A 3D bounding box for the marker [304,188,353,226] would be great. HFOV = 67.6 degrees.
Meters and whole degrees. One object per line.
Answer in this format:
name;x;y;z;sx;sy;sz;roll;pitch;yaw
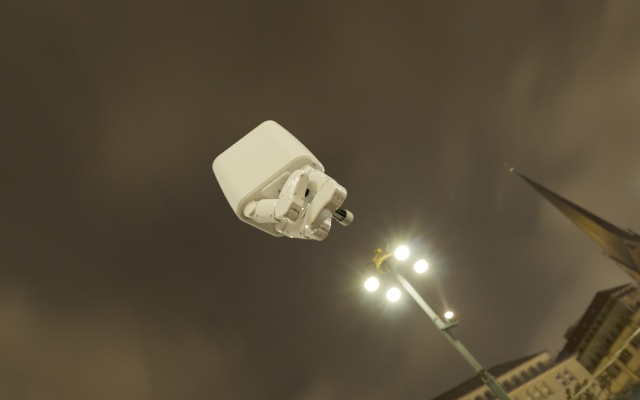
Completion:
marker;0.000;0.002;0.591;0.020;0.020;0.121;0;-22;40
